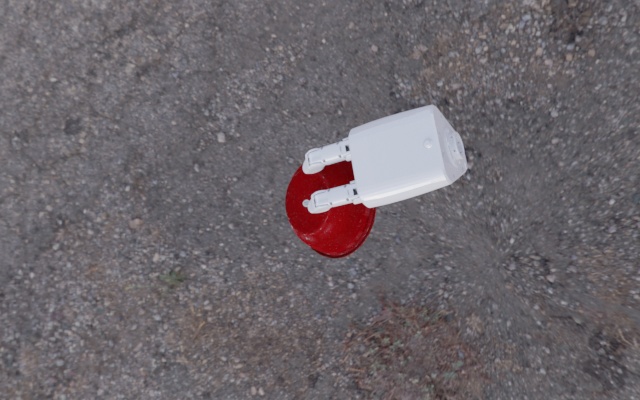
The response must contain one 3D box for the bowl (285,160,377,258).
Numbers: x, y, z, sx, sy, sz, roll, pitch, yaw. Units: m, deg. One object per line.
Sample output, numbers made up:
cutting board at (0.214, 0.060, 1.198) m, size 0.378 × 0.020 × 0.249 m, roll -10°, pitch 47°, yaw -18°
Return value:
bowl at (-0.001, 0.003, 0.674) m, size 0.055 × 0.162 × 0.162 m, roll 2°, pitch -1°, yaw -45°
